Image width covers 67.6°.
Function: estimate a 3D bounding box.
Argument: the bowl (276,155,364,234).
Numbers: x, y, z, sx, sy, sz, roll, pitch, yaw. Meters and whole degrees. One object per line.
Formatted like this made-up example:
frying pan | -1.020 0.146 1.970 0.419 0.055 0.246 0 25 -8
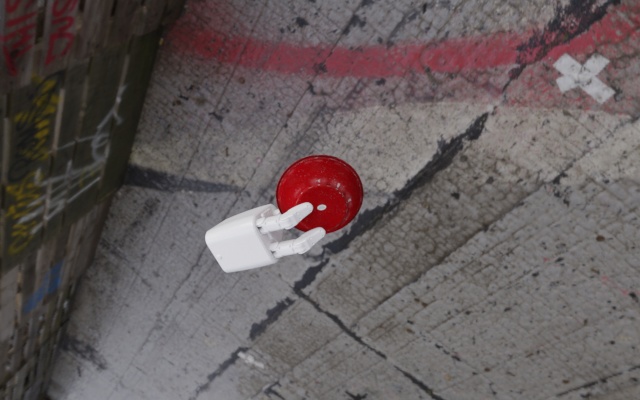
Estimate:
bowl | 0.001 0.002 0.851 0.162 0.162 0.055 0 26 -4
